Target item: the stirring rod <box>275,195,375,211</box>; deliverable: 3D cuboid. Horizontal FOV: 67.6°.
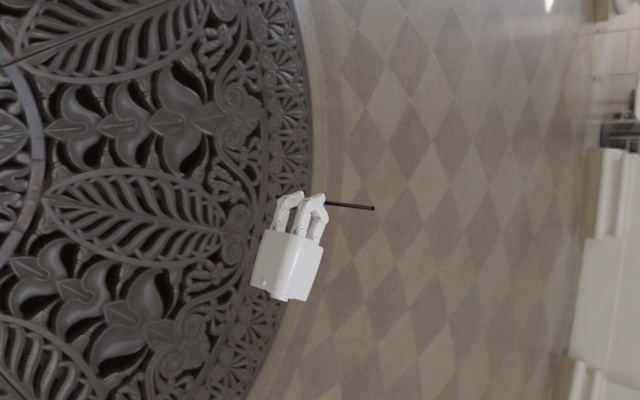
[{"bbox_3d":[0.000,0.003,0.889,0.239,0.011,0.011,7,4,42],"label":"stirring rod"}]
